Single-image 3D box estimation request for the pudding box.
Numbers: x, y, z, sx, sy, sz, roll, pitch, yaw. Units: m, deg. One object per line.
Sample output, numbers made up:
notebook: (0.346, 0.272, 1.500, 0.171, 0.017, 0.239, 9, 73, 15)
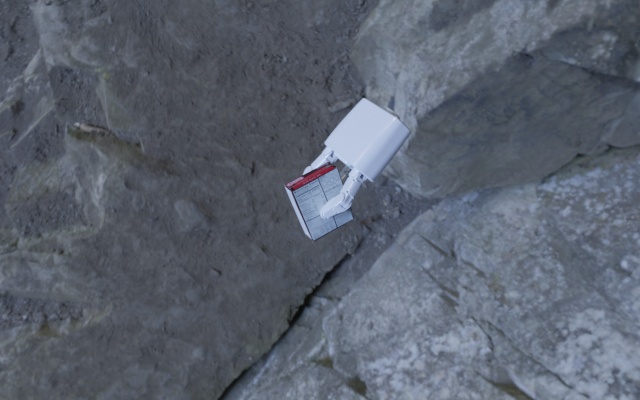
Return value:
pudding box: (0.000, 0.003, 0.818, 0.090, 0.113, 0.039, -28, 29, -12)
